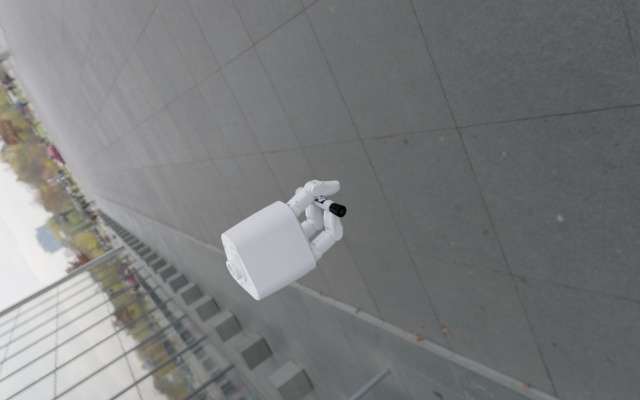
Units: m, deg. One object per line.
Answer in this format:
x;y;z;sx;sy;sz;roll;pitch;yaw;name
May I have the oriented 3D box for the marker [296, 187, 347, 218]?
0.000;0.002;0.743;0.020;0.020;0.121;0;15;-36;marker
